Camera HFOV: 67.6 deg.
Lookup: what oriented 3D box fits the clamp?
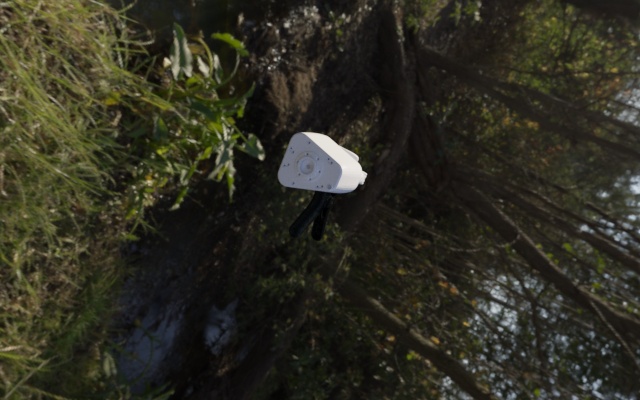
[{"bbox_3d":[0.001,0.003,0.896,0.039,0.171,0.120,25,11,19],"label":"clamp"}]
